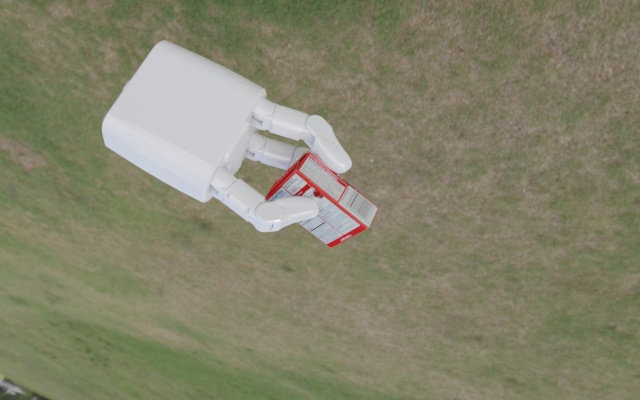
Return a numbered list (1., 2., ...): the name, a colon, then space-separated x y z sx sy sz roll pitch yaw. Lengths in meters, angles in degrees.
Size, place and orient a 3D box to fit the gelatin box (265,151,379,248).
1. gelatin box: 0.000 0.002 0.461 0.089 0.030 0.073 39 -33 -10
